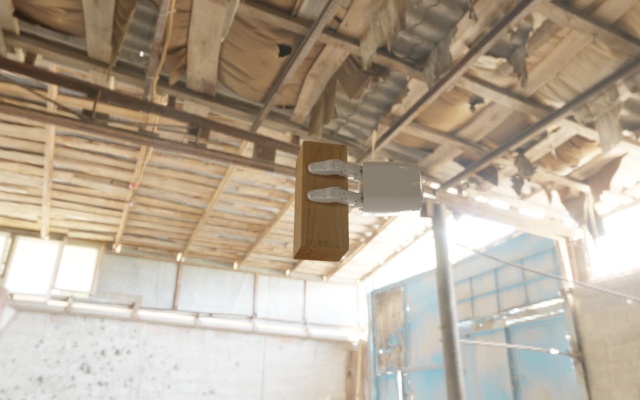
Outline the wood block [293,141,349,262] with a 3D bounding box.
[{"bbox_3d":[0.000,0.003,0.900,0.090,0.206,0.091,5,-23,-10],"label":"wood block"}]
